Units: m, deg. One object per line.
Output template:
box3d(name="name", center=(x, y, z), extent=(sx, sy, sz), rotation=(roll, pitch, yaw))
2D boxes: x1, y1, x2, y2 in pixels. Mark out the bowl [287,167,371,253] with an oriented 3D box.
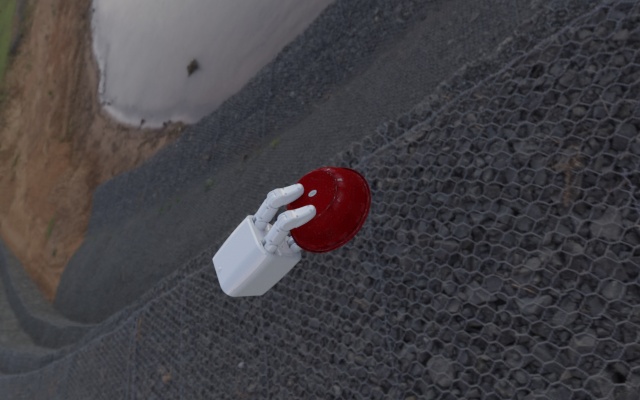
box3d(name="bowl", center=(0.001, 0.001, 0.789), extent=(0.162, 0.162, 0.055), rotation=(0, -27, 35))
